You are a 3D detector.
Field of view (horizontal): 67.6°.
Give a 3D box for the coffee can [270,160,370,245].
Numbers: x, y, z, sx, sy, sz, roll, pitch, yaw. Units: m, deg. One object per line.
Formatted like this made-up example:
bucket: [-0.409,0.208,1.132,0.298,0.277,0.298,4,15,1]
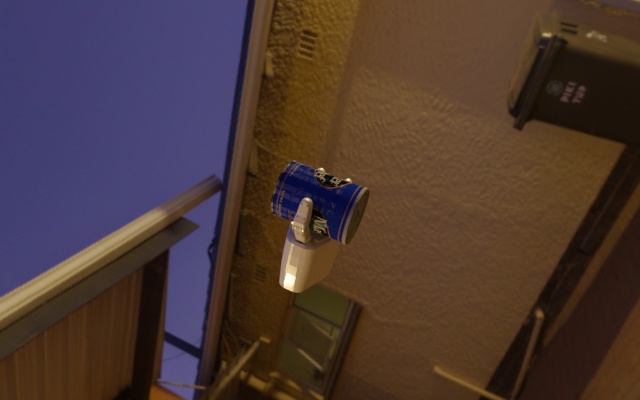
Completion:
coffee can: [0.000,0.003,0.820,0.140,0.103,0.103,22,5,14]
